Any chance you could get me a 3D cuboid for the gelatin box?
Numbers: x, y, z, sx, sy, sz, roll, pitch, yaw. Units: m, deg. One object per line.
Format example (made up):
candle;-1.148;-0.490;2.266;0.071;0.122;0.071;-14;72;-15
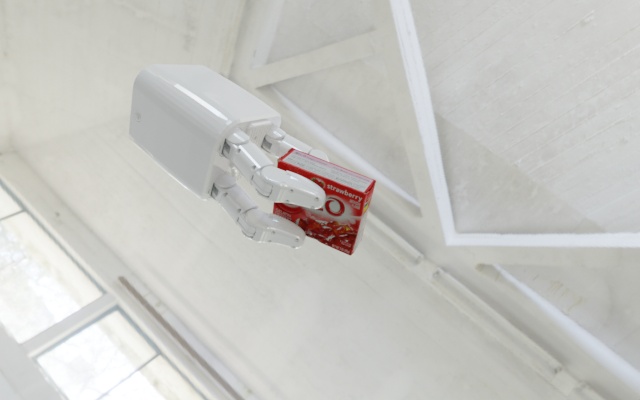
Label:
gelatin box;0.001;0.001;0.442;0.089;0.073;0.030;22;38;16
